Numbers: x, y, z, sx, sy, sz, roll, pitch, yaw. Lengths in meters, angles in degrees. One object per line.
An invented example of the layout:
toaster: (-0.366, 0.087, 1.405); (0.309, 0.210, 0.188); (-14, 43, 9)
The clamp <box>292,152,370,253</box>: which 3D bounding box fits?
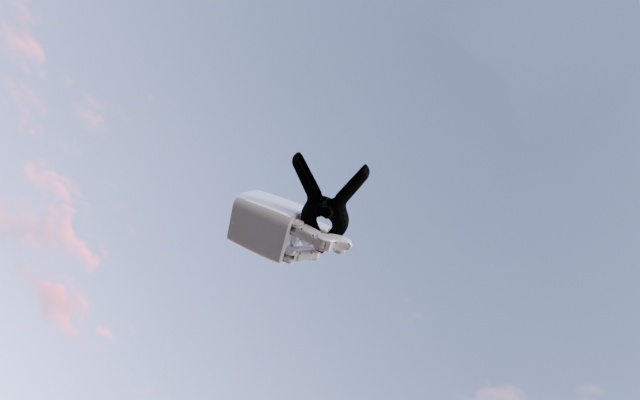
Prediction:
clamp: (0.000, 0.002, 0.762); (0.120, 0.171, 0.039); (22, 28, 11)
